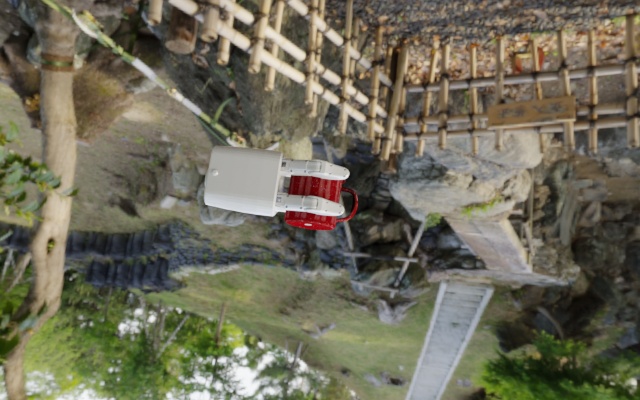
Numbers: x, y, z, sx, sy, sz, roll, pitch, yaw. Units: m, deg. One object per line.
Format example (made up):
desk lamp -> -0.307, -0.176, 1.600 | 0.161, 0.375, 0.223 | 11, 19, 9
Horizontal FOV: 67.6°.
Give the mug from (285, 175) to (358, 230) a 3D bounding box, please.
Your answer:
mug -> 0.002, 0.003, 0.755 | 0.117, 0.081, 0.093 | 8, -11, 1
